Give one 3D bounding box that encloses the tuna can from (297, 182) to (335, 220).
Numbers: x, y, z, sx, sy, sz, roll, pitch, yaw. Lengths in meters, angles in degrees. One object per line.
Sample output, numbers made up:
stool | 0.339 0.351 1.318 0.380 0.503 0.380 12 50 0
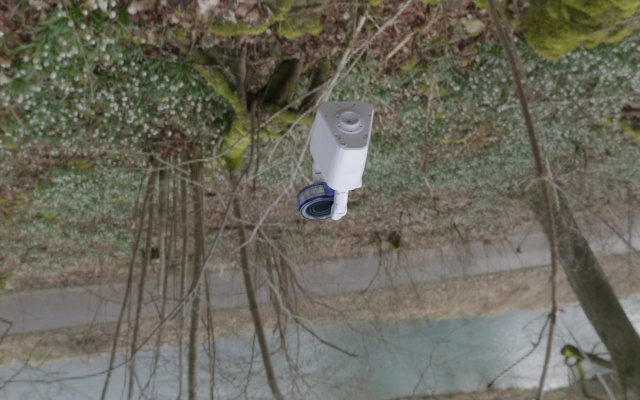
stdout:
tuna can | 0.000 0.003 0.886 0.086 0.033 0.086 -8 -30 -5
